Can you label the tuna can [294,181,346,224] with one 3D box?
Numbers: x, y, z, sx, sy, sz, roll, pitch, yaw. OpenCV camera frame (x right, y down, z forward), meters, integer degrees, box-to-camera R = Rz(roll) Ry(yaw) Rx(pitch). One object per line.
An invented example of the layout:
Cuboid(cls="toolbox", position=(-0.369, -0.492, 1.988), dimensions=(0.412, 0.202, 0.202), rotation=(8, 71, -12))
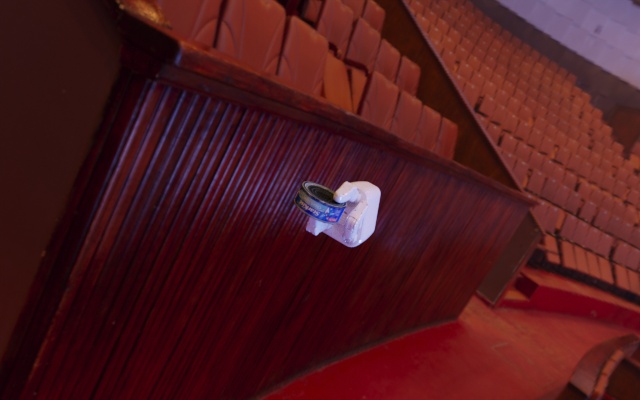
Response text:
Cuboid(cls="tuna can", position=(0.000, 0.002, 0.806), dimensions=(0.086, 0.034, 0.086), rotation=(24, 19, -9))
